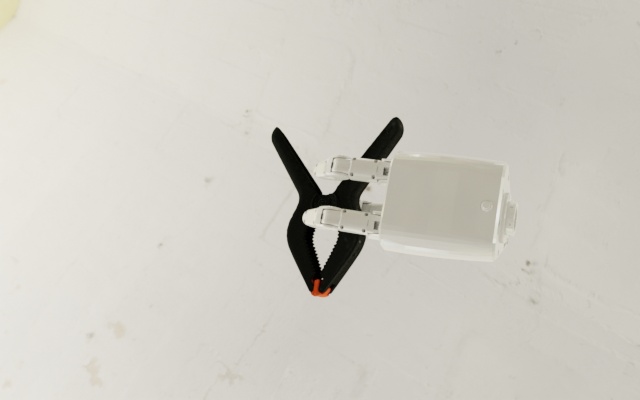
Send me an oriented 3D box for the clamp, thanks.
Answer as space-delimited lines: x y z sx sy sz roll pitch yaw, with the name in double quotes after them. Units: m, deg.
0.001 0.003 0.548 0.164 0.210 0.036 7 -11 27 "clamp"
